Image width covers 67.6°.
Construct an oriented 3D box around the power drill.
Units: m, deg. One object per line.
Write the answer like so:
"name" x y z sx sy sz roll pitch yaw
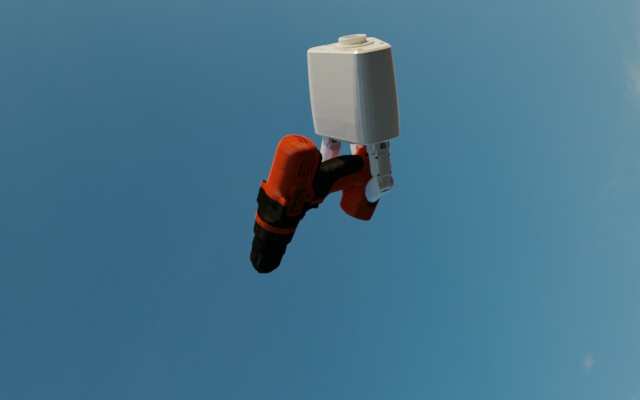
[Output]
"power drill" 0.000 0.002 0.613 0.187 0.184 0.057 -12 42 -46
